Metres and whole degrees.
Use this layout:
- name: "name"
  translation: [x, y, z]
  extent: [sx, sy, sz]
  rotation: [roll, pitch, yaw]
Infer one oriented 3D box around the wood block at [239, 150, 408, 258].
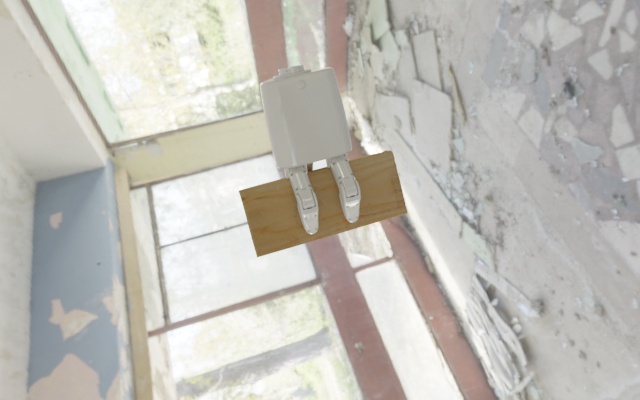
- name: "wood block"
  translation: [0.000, 0.002, 0.655]
  extent: [0.206, 0.090, 0.091]
  rotation: [-15, 4, -9]
